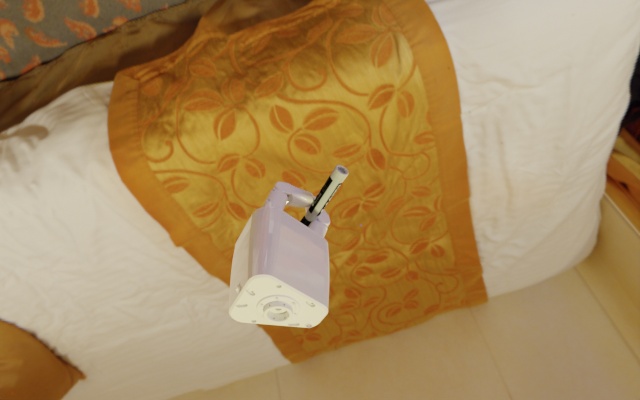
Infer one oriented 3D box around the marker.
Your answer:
[{"bbox_3d":[0.000,0.002,0.632,0.020,0.020,0.121,0,-42,-37],"label":"marker"}]
